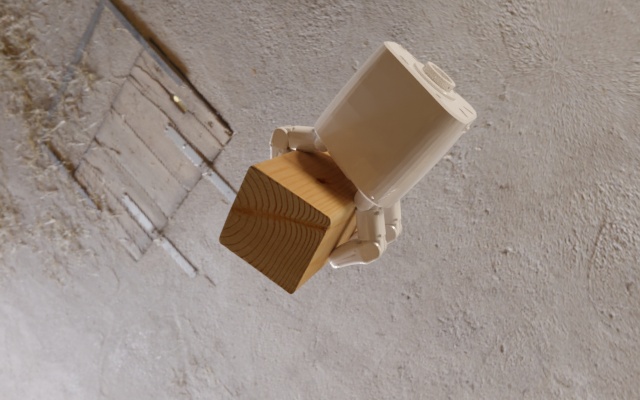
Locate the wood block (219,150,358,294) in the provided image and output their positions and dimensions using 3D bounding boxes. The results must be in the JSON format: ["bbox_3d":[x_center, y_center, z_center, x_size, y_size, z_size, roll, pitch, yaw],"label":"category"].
[{"bbox_3d":[0.000,0.001,0.508,0.091,0.090,0.206,34,26,14],"label":"wood block"}]
